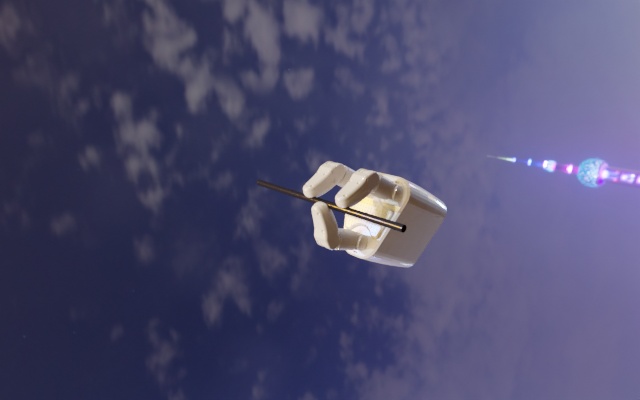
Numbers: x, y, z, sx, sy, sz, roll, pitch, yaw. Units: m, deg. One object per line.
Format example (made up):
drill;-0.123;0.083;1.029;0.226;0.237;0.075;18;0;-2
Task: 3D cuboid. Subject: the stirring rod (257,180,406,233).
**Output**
stirring rod;0.000;0.002;0.550;0.011;0.011;0.239;0;12;-44
